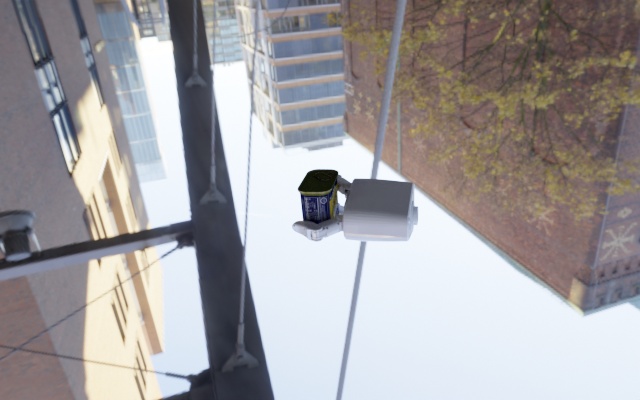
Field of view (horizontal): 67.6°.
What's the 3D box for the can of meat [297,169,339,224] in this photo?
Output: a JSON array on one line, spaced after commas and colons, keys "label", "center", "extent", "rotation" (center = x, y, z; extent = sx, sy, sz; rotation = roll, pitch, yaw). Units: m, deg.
[{"label": "can of meat", "center": [0.000, 0.003, 0.819], "extent": [0.057, 0.084, 0.102], "rotation": [1, 26, 12]}]
